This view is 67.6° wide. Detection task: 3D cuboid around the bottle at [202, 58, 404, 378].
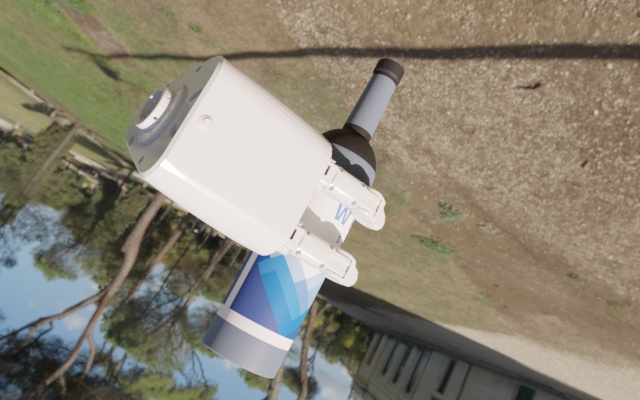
[{"bbox_3d":[0.000,0.002,0.419,0.069,0.295,0.069,26,-12,6],"label":"bottle"}]
